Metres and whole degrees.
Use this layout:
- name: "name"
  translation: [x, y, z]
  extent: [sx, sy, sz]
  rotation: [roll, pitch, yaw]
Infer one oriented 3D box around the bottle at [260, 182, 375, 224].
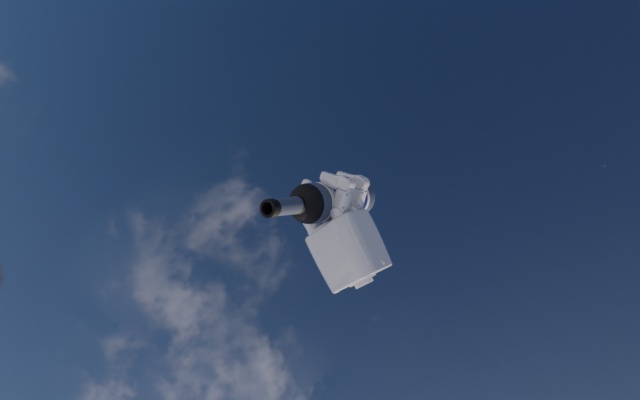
- name: "bottle"
  translation: [0.000, 0.003, 0.795]
  extent: [0.069, 0.069, 0.295]
  rotation: [0, 3, 31]
